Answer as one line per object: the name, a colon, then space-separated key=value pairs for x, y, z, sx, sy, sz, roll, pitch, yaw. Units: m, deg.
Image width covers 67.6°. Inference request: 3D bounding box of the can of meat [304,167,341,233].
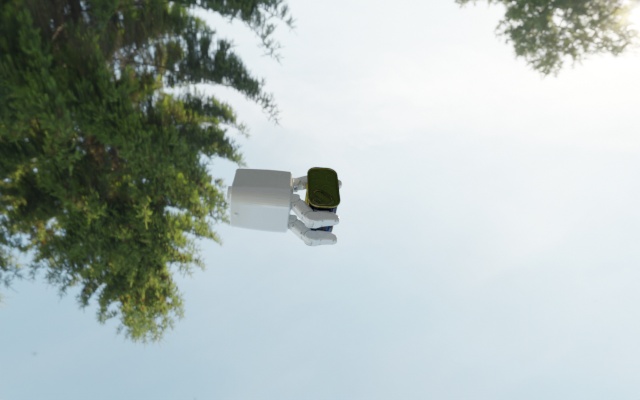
can of meat: x=0.000 y=0.003 z=0.880 sx=0.057 sy=0.102 sz=0.084 roll=3 pitch=-45 yaw=-8
